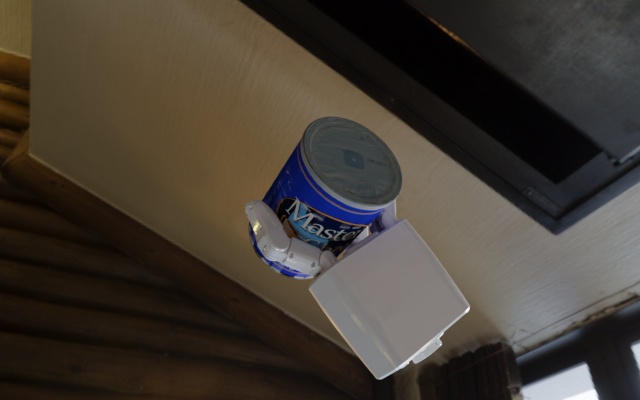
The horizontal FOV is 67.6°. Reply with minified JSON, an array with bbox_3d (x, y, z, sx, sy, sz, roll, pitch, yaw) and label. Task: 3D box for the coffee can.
[{"bbox_3d":[0.000,0.001,0.476,0.103,0.102,0.140,0,-34,-32],"label":"coffee can"}]
